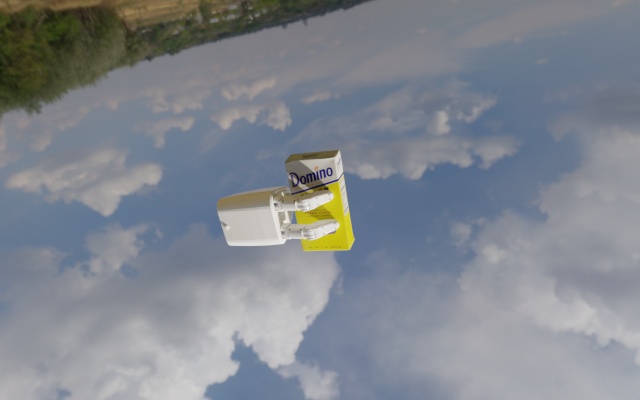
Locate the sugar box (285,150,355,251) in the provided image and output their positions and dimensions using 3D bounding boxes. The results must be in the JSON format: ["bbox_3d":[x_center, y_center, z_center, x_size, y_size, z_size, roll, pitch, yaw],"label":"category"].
[{"bbox_3d":[0.000,0.003,0.846,0.093,0.176,0.048,-4,24,18],"label":"sugar box"}]
